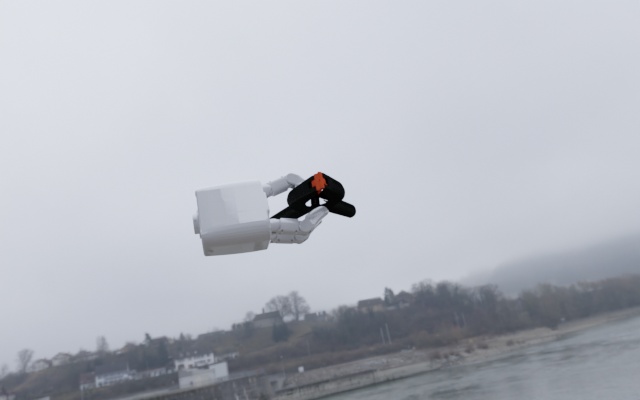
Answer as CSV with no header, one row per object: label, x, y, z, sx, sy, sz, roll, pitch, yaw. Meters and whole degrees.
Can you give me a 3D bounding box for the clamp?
clamp,0.000,0.002,0.803,0.164,0.036,0.210,-8,-18,-14
